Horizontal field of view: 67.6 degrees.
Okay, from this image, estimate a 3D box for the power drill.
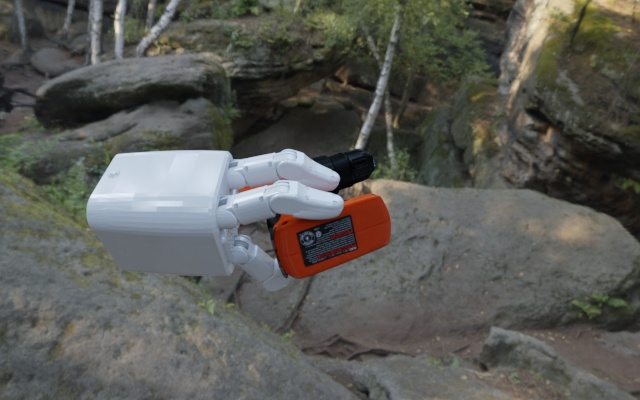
[{"bbox_3d":[0.000,0.002,0.497,0.184,0.057,0.187,-21,21,-12],"label":"power drill"}]
